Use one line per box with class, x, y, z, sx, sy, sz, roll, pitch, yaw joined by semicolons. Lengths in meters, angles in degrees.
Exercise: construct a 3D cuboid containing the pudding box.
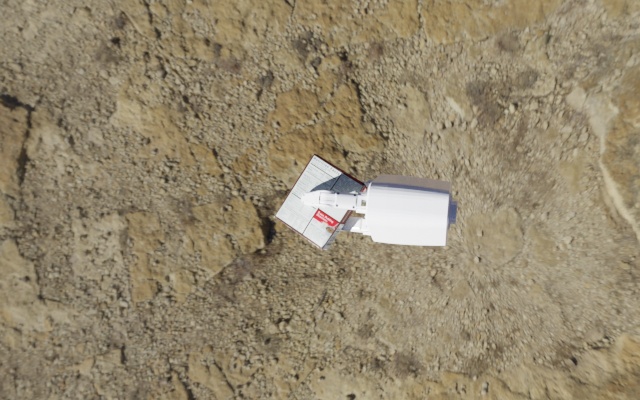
pudding box;0.000;0.002;0.693;0.090;0.113;0.039;34;2;13
